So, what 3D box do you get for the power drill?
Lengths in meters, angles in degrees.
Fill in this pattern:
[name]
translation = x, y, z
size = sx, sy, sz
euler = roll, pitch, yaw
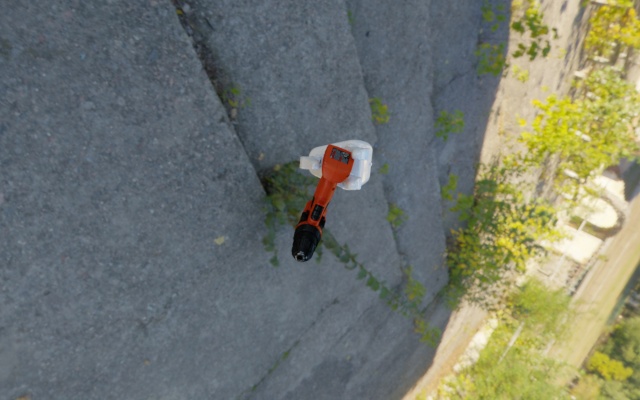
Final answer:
[power drill]
translation = 0.000, 0.002, 0.887
size = 0.057, 0.188, 0.184
euler = 22, 31, -5
